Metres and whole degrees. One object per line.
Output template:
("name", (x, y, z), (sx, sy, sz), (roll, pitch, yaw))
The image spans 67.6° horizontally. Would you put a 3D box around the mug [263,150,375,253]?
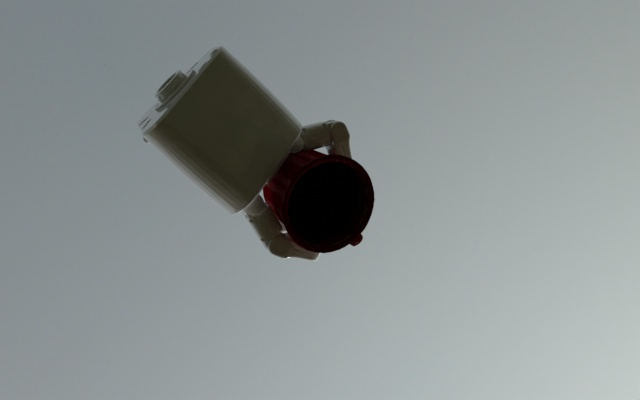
("mug", (0.001, 0.002, 0.474), (0.117, 0.093, 0.081), (45, -6, -28))
